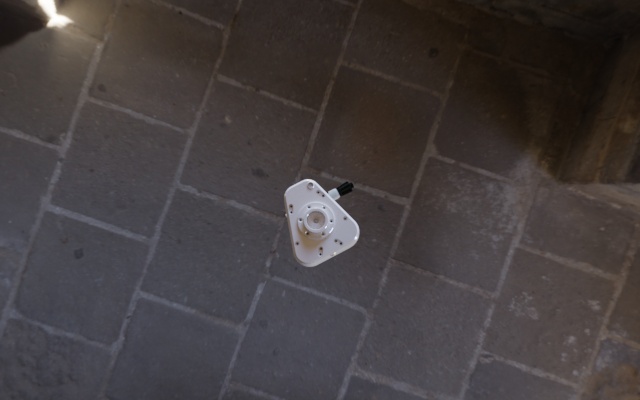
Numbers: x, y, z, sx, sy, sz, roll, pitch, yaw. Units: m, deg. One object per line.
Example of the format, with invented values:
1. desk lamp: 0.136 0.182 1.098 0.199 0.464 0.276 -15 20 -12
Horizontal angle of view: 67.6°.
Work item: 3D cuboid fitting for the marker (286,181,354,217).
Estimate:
1. marker: 0.000 0.003 0.778 0.121 0.020 0.020 -28 1 -3
